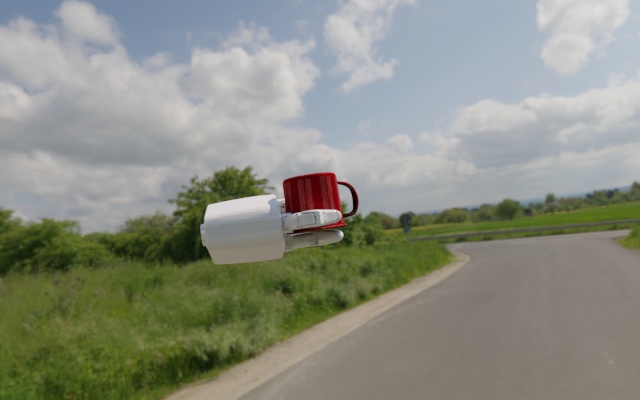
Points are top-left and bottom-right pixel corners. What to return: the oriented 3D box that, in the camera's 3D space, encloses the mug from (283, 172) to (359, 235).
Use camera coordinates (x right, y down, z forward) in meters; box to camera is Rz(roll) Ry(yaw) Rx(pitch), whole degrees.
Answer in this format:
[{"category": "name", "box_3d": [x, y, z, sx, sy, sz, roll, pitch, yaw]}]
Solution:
[{"category": "mug", "box_3d": [0.002, 0.002, 0.712, 0.117, 0.081, 0.093, -8, -2, -10]}]
